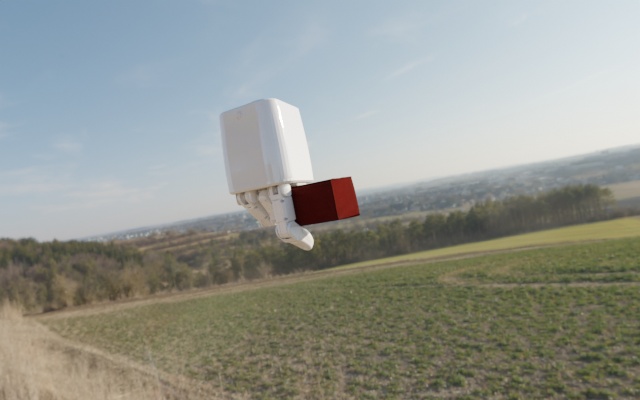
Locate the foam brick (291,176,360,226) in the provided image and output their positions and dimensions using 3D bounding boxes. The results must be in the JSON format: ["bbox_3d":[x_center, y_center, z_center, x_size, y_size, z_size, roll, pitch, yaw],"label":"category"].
[{"bbox_3d":[0.000,0.002,0.601,0.078,0.051,0.053,-10,-1,34],"label":"foam brick"}]
